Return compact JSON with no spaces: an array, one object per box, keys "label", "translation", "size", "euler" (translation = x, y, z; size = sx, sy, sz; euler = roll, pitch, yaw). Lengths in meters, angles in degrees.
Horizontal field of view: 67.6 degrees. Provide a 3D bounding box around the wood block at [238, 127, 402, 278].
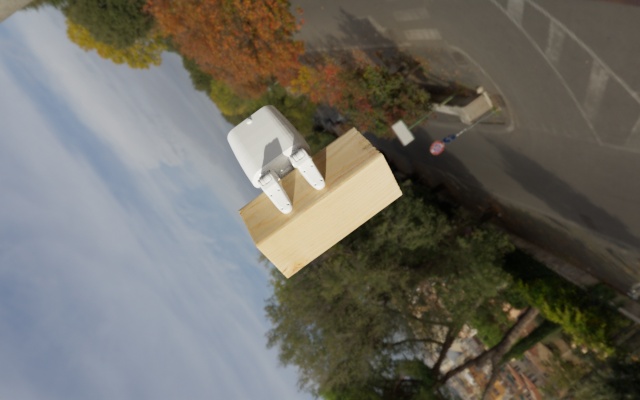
[{"label":"wood block","translation":[0.000,0.002,0.688],"size":[0.091,0.206,0.090],"euler":[54,-1,-44]}]
